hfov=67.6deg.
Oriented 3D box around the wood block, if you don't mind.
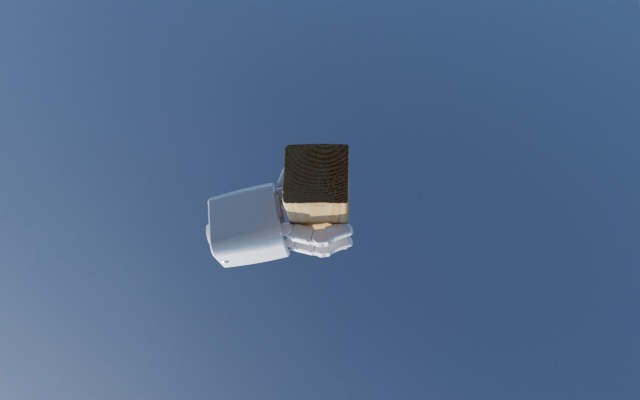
[{"bbox_3d":[0.000,0.002,0.736,0.090,0.090,0.206,0,-22,3],"label":"wood block"}]
